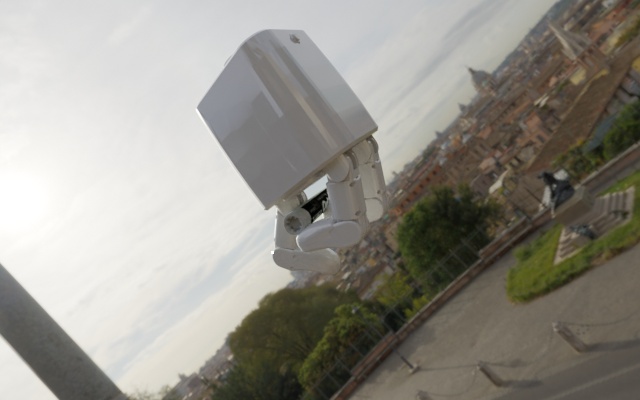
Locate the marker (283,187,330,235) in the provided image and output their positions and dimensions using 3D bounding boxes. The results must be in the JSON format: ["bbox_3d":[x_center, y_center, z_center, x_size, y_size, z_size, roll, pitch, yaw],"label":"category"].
[{"bbox_3d":[0.000,0.001,0.430,0.020,0.020,0.121,0,17,22],"label":"marker"}]
